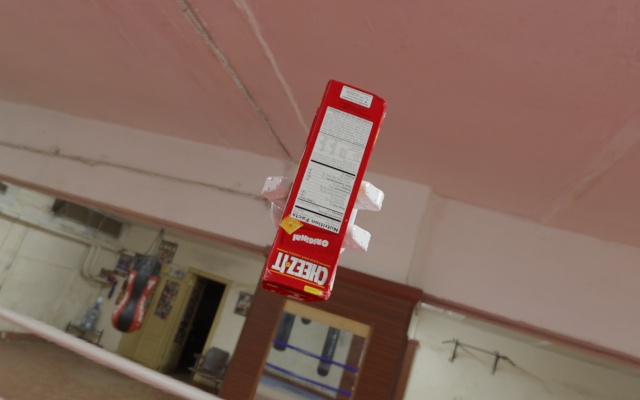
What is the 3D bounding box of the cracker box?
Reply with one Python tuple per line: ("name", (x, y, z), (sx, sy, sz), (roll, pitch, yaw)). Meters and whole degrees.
("cracker box", (0.000, 0.002, 0.531), (0.072, 0.213, 0.164), (18, -14, -2))
